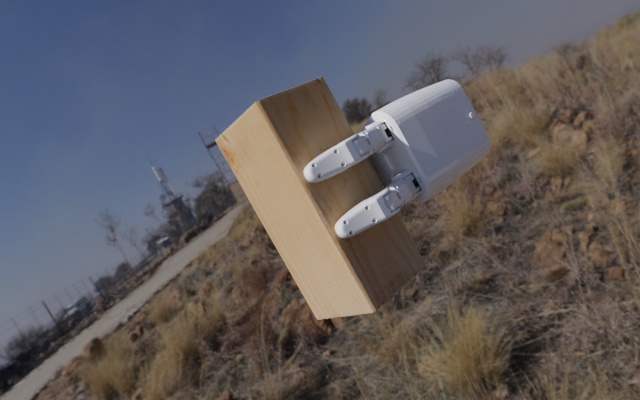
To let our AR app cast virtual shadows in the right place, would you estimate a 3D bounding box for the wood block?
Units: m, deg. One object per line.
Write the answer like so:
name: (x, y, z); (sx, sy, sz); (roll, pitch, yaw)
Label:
wood block: (0.000, 0.001, 0.464); (0.090, 0.206, 0.091); (-32, 4, -38)
